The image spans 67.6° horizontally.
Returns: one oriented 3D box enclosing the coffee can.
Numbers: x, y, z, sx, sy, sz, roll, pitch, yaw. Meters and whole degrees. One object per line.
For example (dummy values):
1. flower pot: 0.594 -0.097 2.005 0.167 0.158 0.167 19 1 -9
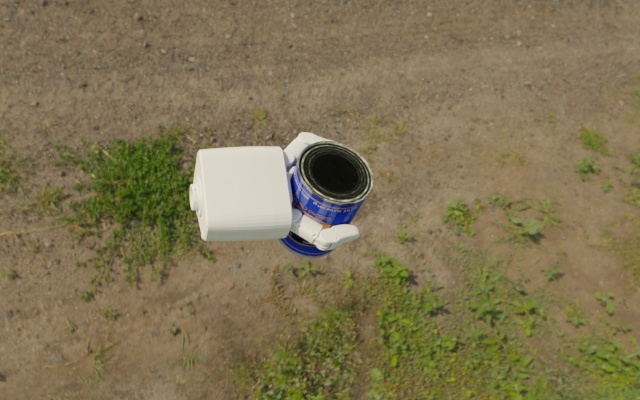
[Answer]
1. coffee can: 0.000 0.002 0.658 0.103 0.102 0.140 0 -35 -21
